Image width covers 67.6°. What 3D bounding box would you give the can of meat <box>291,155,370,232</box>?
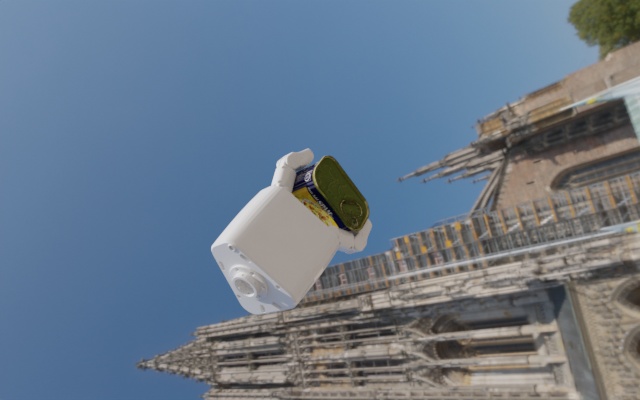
[{"bbox_3d":[0.000,0.002,0.629,0.084,0.102,0.057,-21,25,41],"label":"can of meat"}]
